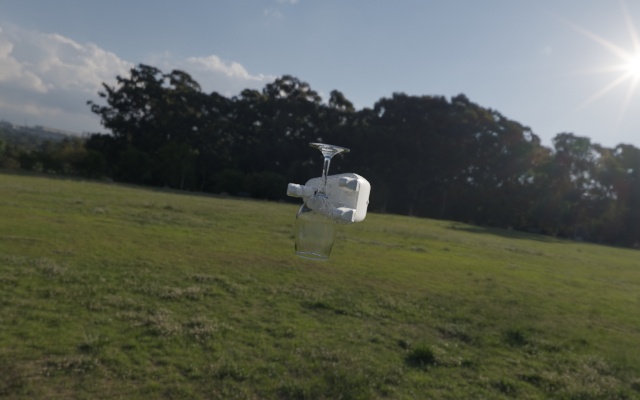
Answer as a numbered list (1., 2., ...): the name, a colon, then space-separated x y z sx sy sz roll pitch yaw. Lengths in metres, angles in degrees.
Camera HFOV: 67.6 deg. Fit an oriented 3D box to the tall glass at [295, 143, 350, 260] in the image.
1. tall glass: 0.000 0.002 0.857 0.079 0.201 0.079 10 1 0
